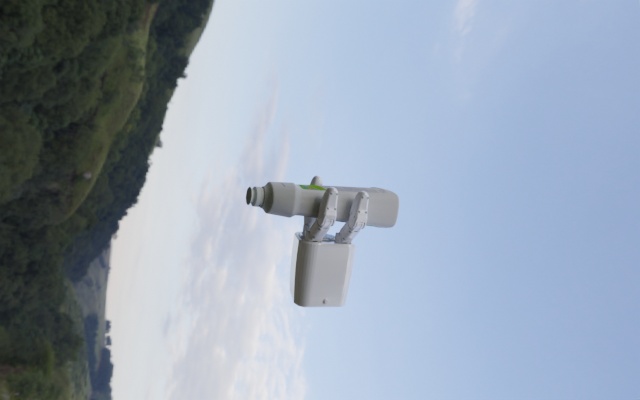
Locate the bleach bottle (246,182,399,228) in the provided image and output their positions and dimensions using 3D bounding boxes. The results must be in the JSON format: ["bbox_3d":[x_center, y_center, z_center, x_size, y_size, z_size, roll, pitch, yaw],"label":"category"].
[{"bbox_3d":[0.000,0.003,0.782,0.251,0.068,0.102,5,5,-26],"label":"bleach bottle"}]
